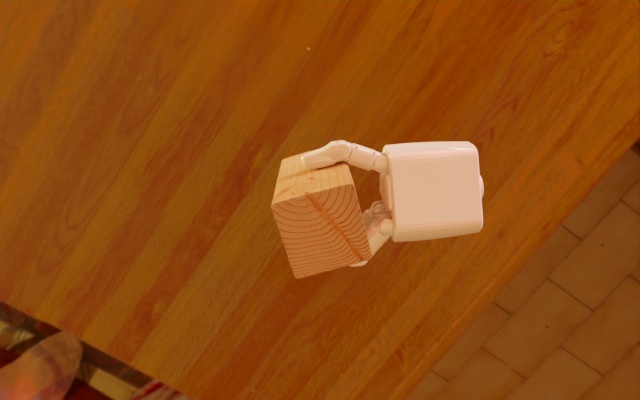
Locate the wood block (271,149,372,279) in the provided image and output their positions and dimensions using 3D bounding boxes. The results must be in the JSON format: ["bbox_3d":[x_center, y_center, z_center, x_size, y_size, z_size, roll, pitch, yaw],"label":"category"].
[{"bbox_3d":[0.000,0.002,0.596,0.090,0.091,0.206,-15,17,3],"label":"wood block"}]
